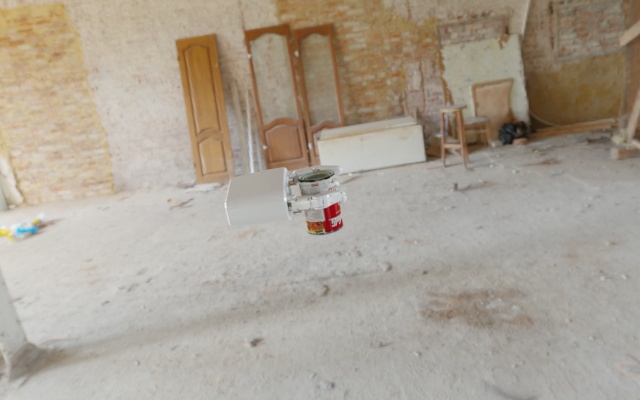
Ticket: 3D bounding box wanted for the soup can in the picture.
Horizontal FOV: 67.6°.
[{"bbox_3d":[0.001,0.002,0.855,0.068,0.102,0.068,-9,16,3],"label":"soup can"}]
